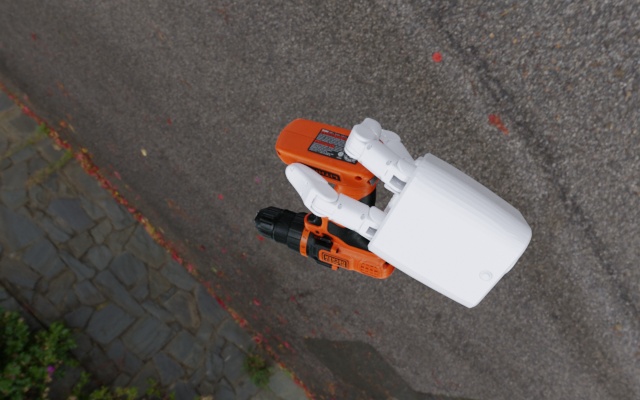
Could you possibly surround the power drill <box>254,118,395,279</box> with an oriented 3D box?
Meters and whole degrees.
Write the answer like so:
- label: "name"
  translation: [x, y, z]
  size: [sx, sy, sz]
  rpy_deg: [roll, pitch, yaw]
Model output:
- label: "power drill"
  translation: [0.000, 0.002, 0.527]
  size: [0.184, 0.057, 0.188]
  rpy_deg: [16, -37, 17]
